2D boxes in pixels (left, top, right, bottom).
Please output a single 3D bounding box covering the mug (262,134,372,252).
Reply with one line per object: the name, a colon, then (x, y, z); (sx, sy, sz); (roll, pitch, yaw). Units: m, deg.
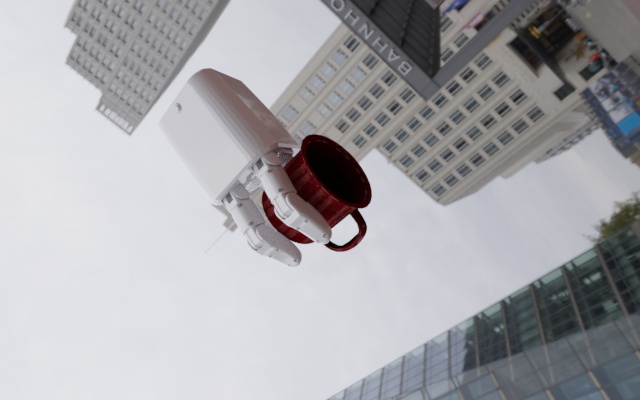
mug: (0.001, 0.003, 0.496); (0.081, 0.117, 0.093); (-42, -7, 31)
